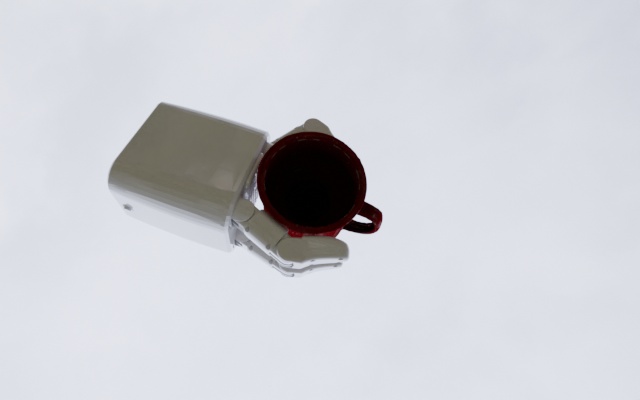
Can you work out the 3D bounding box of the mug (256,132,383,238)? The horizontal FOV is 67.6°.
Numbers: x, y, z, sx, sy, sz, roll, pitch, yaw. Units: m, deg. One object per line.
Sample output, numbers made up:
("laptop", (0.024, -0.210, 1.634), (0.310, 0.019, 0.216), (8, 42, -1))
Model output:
("mug", (0.001, 0.002, 0.435), (0.117, 0.093, 0.081), (20, -22, 1))
